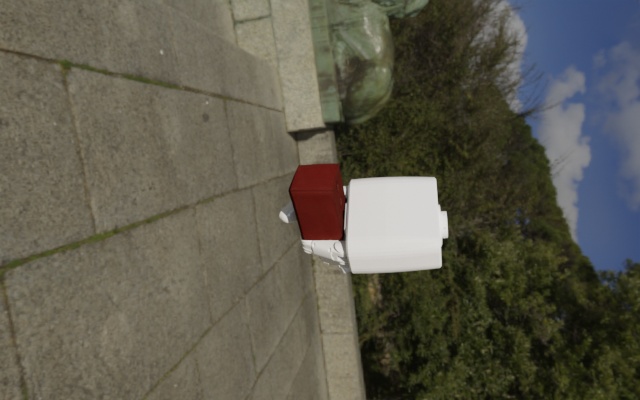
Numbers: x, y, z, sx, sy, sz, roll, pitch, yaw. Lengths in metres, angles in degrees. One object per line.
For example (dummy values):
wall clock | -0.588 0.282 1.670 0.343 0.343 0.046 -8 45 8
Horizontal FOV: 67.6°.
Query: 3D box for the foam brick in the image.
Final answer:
foam brick | 0.000 0.002 0.562 0.051 0.078 0.053 -2 40 15
